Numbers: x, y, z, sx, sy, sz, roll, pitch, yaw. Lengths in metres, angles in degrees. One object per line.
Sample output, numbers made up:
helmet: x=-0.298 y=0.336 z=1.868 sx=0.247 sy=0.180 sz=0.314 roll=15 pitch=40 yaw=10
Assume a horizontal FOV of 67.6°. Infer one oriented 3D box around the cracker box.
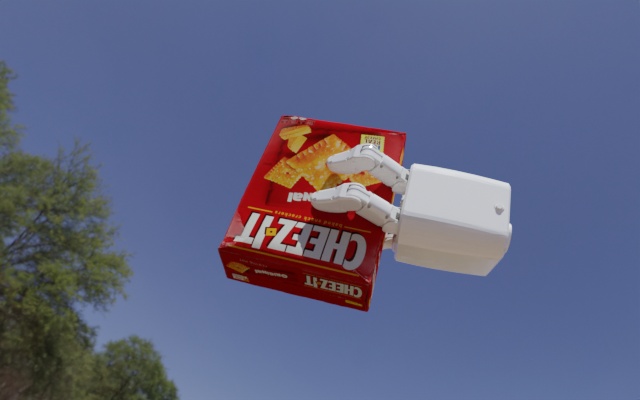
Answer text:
cracker box: x=0.000 y=0.002 z=0.554 sx=0.164 sy=0.213 sz=0.072 roll=11 pitch=-37 yaw=12
